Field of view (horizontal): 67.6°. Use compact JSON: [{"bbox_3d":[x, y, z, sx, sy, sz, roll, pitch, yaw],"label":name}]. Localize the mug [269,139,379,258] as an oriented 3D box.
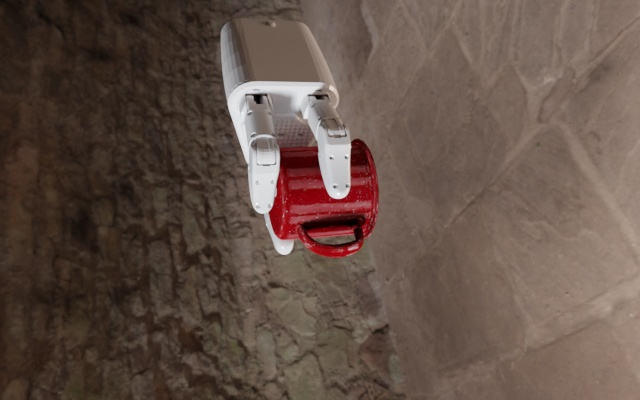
[{"bbox_3d":[0.000,0.003,0.423,0.081,0.117,0.093,-4,-39,-16],"label":"mug"}]
